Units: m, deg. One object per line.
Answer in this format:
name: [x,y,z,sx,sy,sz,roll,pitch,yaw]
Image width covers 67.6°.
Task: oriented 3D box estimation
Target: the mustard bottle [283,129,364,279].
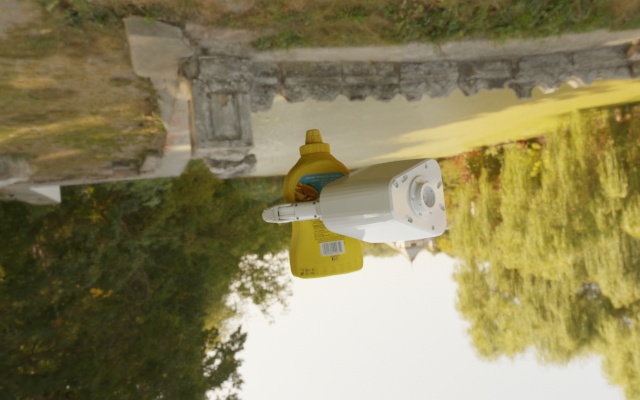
mustard bottle: [0.000,0.002,0.628,0.096,0.191,0.058,-5,-2,-20]
